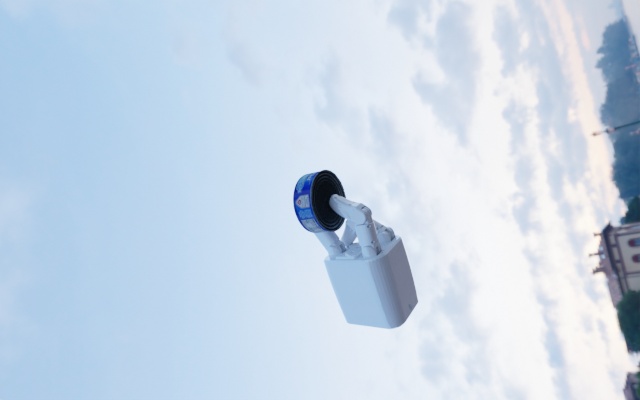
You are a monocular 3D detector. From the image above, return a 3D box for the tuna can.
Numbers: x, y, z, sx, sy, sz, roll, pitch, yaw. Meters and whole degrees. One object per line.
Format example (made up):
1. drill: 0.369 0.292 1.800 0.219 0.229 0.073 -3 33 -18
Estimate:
1. tuna can: 0.000 0.002 0.662 0.034 0.086 0.086 -9 -5 34
